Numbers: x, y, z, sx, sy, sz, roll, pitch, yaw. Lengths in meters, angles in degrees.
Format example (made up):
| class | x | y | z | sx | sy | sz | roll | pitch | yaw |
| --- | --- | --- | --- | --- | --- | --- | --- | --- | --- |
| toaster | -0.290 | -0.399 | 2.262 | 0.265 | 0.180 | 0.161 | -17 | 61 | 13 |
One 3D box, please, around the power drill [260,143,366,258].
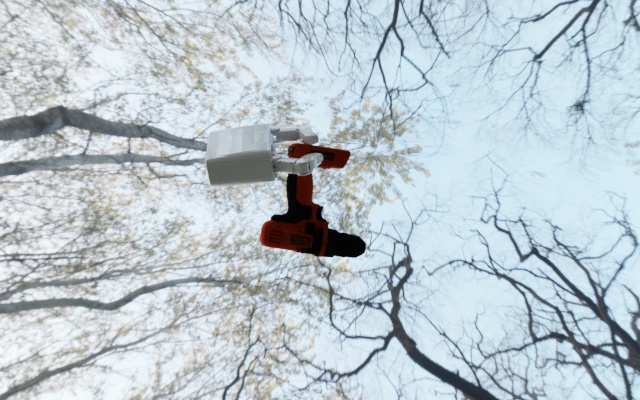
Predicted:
| class | x | y | z | sx | sy | sz | roll | pitch | yaw |
| --- | --- | --- | --- | --- | --- | --- | --- | --- | --- |
| power drill | 0.000 | 0.002 | 0.812 | 0.184 | 0.187 | 0.057 | 9 | 2 | -11 |
